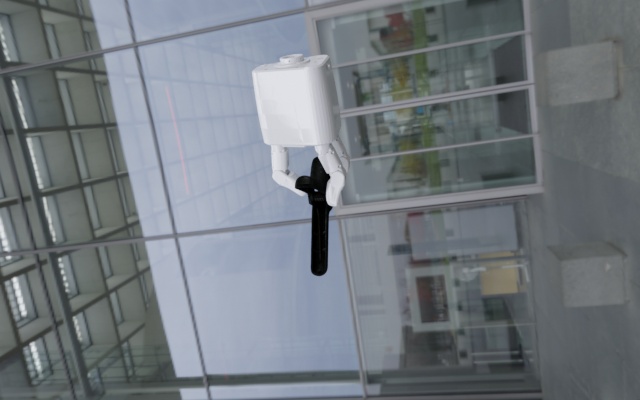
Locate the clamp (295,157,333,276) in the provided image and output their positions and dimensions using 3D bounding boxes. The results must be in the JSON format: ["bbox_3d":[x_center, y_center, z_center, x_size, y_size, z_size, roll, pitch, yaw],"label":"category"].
[{"bbox_3d":[-0.001,0.002,0.740,0.036,0.165,0.210,-2,26,10],"label":"clamp"}]
